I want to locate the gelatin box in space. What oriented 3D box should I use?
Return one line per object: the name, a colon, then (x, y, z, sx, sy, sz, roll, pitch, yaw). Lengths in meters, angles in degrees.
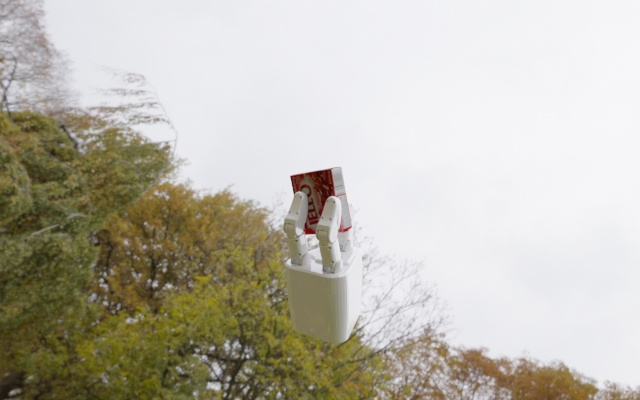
gelatin box: (0.000, 0.002, 0.663, 0.073, 0.089, 0.030, -7, 5, 37)
